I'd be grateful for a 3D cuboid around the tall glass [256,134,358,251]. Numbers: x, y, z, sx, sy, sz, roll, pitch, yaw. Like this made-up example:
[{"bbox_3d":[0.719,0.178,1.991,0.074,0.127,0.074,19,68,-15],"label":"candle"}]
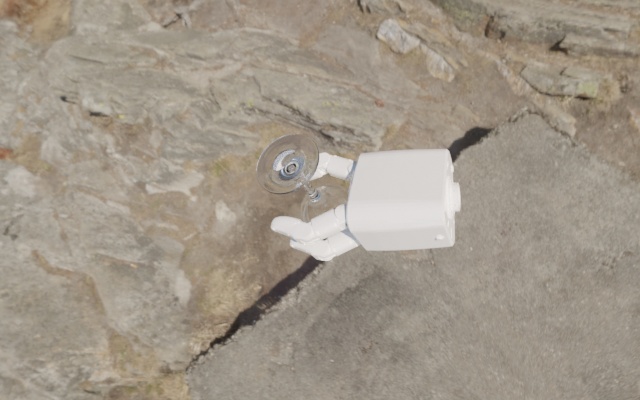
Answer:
[{"bbox_3d":[0.000,0.002,0.595,0.079,0.079,0.201,0,-25,23],"label":"tall glass"}]
